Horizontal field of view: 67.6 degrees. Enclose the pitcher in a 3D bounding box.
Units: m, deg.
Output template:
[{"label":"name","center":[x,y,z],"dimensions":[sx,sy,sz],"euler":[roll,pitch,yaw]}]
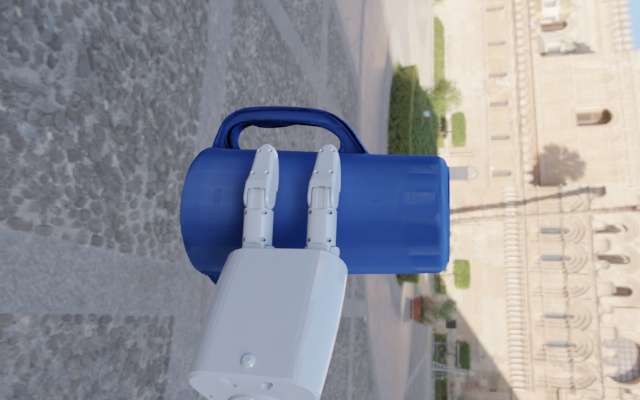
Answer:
[{"label":"pitcher","center":[0.000,0.002,0.466],"dimensions":[0.243,0.149,0.145],"euler":[0,43,14]}]
